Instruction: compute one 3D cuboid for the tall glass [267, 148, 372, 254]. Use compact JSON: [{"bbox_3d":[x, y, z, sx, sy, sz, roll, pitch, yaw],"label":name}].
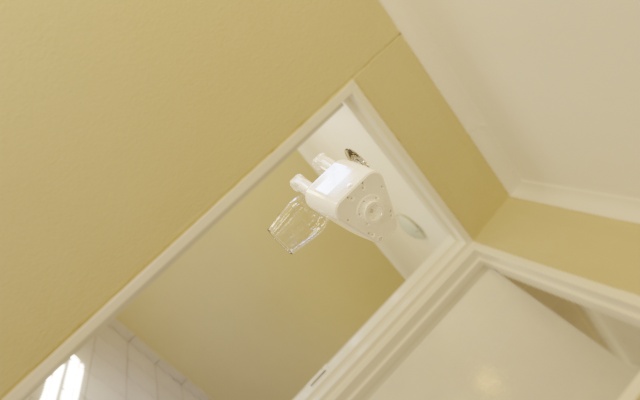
[{"bbox_3d":[0.001,0.002,0.835,0.201,0.079,0.079,-44,9,-10],"label":"tall glass"}]
